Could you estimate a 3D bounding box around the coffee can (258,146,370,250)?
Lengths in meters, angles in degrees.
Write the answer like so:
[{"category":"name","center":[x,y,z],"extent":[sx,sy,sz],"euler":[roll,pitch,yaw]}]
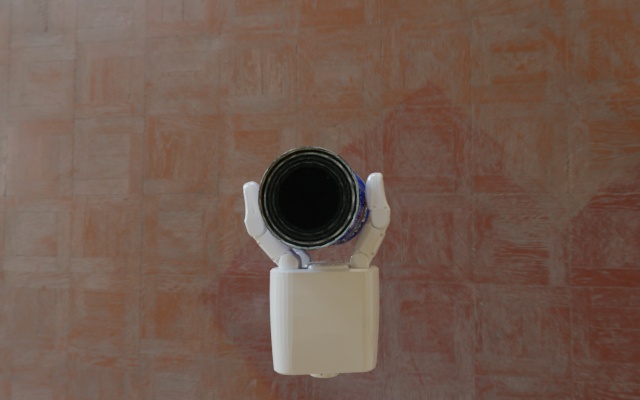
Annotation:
[{"category":"coffee can","center":[0.000,0.002,0.533],"extent":[0.103,0.103,0.140],"euler":[0,-3,10]}]
